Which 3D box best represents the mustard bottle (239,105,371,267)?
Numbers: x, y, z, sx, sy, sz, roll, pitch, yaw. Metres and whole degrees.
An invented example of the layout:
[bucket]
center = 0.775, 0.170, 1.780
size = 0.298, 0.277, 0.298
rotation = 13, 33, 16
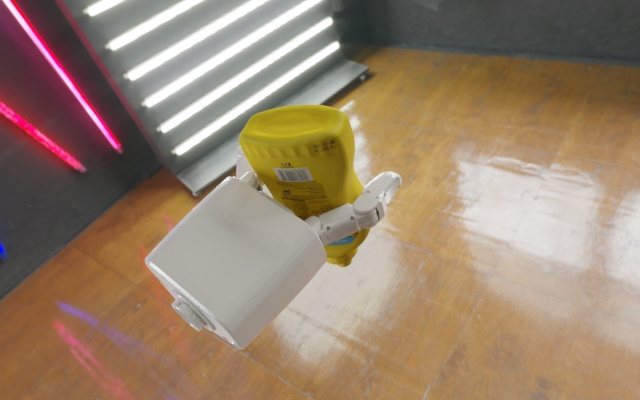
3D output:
[mustard bottle]
center = 0.000, 0.001, 0.458
size = 0.096, 0.058, 0.192
rotation = 0, -44, 22
